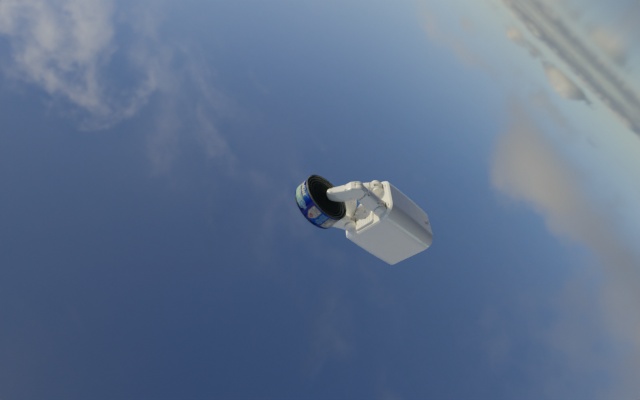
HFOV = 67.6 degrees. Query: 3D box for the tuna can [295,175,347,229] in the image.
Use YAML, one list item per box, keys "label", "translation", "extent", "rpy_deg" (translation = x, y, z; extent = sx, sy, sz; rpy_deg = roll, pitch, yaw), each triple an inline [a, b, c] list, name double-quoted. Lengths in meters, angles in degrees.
- label: "tuna can"
  translation: [0.000, 0.003, 0.768]
  extent: [0.034, 0.086, 0.086]
  rpy_deg: [-40, -22, 28]
